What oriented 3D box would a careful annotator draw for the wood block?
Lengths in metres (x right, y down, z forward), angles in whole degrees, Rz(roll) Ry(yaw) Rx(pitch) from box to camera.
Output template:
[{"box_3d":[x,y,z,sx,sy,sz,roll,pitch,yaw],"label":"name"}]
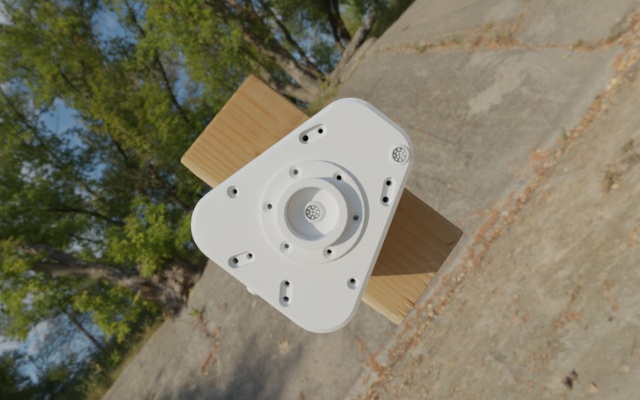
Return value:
[{"box_3d":[0.000,0.001,0.404,0.206,0.091,0.090,37,-7,-1],"label":"wood block"}]
